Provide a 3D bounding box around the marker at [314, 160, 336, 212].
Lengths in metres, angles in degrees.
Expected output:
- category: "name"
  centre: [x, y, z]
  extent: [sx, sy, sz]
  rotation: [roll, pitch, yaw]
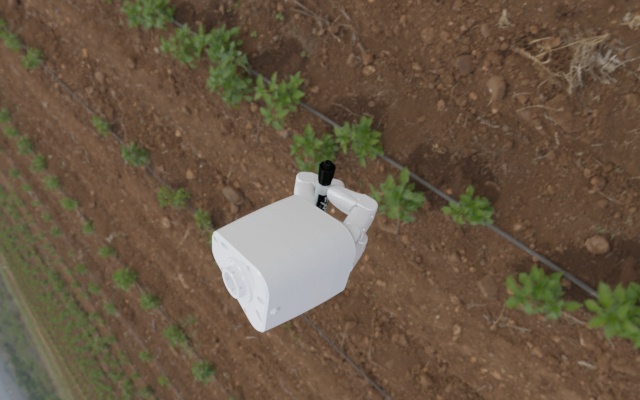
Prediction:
- category: "marker"
  centre: [0.000, 0.002, 0.559]
  extent: [0.020, 0.121, 0.020]
  rotation: [6, 44, -6]
